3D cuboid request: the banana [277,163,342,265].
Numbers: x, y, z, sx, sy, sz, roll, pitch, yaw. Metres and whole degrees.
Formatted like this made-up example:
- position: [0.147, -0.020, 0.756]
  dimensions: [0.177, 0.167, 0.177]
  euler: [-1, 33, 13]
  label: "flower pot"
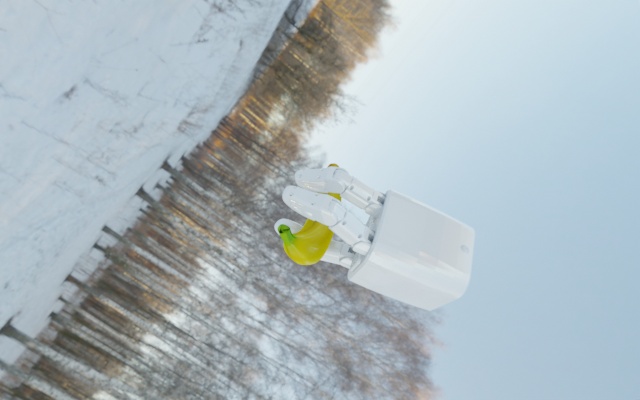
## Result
- position: [-0.002, 0.020, 0.543]
  dimensions: [0.037, 0.070, 0.197]
  euler: [9, 25, 11]
  label: "banana"
